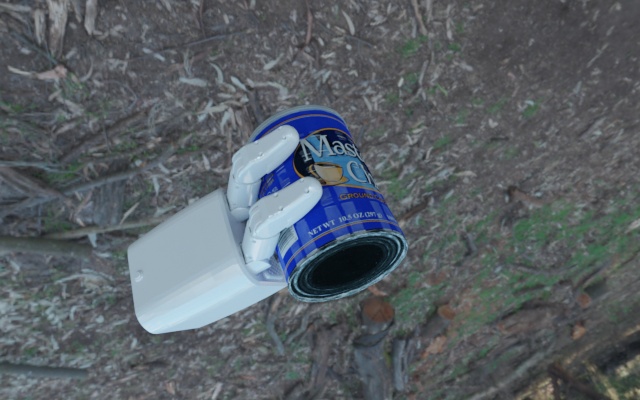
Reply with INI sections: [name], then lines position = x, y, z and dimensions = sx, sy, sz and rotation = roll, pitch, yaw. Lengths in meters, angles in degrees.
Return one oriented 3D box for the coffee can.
[coffee can]
position = 0.000, 0.001, 0.417
dimensions = 0.103, 0.140, 0.103
rotation = -16, -34, -11
